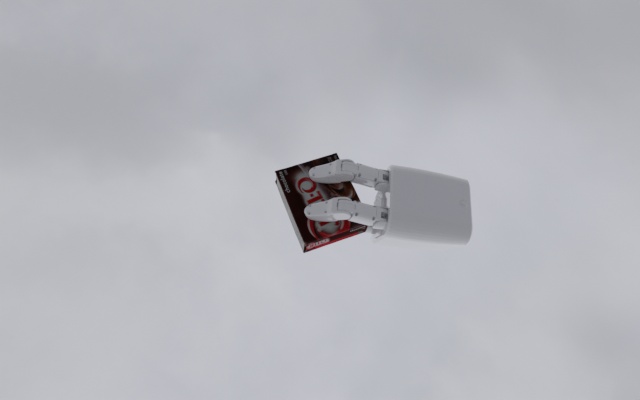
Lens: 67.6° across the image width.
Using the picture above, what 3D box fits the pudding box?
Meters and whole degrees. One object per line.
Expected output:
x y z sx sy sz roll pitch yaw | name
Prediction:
0.000 0.002 0.624 0.090 0.113 0.039 -18 -25 -16 | pudding box
